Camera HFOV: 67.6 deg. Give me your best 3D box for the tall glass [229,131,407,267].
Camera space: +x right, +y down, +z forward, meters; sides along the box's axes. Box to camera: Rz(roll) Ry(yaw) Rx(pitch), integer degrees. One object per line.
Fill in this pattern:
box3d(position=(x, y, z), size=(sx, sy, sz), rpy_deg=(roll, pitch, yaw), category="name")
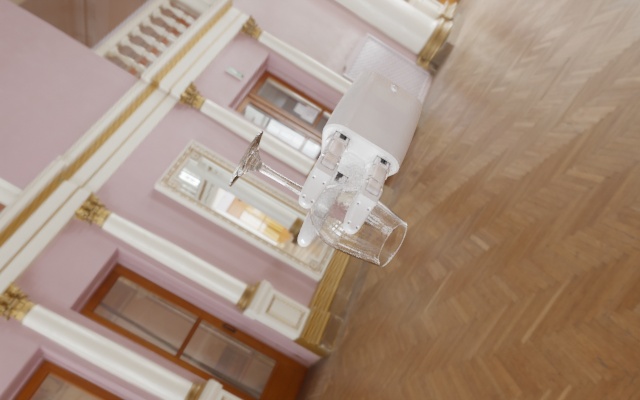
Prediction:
box3d(position=(-0.001, 0.002, 0.554), size=(0.201, 0.079, 0.079), rpy_deg=(31, -3, -5), category="tall glass")
